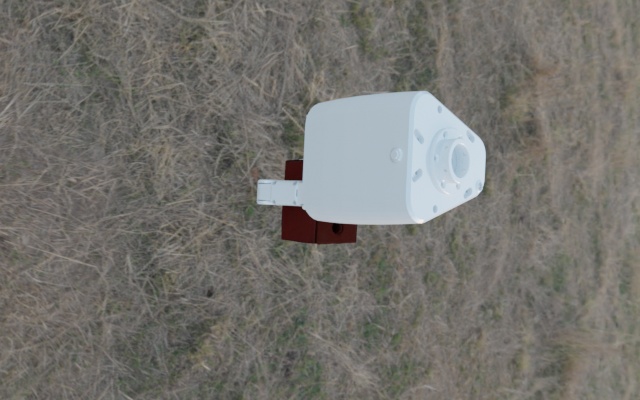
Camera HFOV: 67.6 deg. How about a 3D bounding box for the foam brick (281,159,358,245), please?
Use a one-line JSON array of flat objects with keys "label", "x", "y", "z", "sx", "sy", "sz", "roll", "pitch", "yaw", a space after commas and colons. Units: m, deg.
[{"label": "foam brick", "x": 0.000, "y": 0.002, "z": 0.448, "sx": 0.053, "sy": 0.078, "sz": 0.051, "roll": 3, "pitch": 0, "yaw": -44}]
